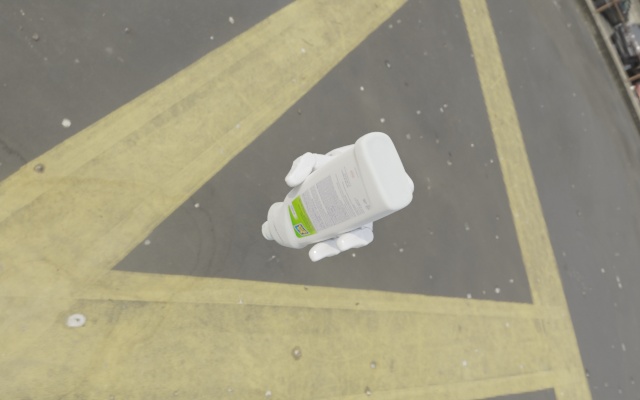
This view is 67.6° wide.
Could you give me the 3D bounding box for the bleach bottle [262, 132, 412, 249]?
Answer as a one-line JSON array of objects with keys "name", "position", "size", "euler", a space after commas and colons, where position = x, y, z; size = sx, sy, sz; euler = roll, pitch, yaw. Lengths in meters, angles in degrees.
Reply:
[{"name": "bleach bottle", "position": [0.000, 0.002, 0.655], "size": [0.251, 0.102, 0.068], "euler": [-24, -3, 43]}]
